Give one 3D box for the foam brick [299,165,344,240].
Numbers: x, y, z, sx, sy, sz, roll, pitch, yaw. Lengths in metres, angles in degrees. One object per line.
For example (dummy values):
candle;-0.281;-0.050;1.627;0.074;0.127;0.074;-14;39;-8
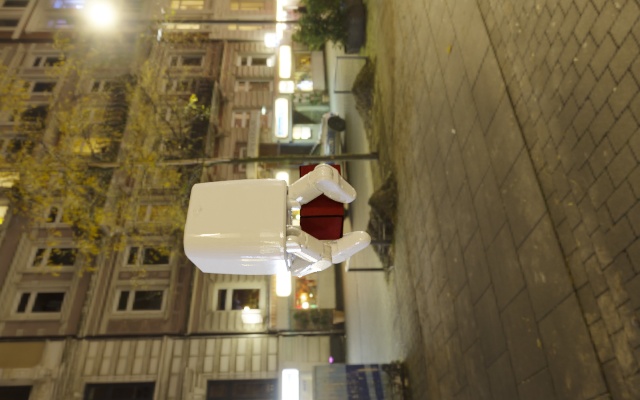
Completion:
foam brick;0.000;0.002;0.572;0.051;0.078;0.053;-1;-37;-1
